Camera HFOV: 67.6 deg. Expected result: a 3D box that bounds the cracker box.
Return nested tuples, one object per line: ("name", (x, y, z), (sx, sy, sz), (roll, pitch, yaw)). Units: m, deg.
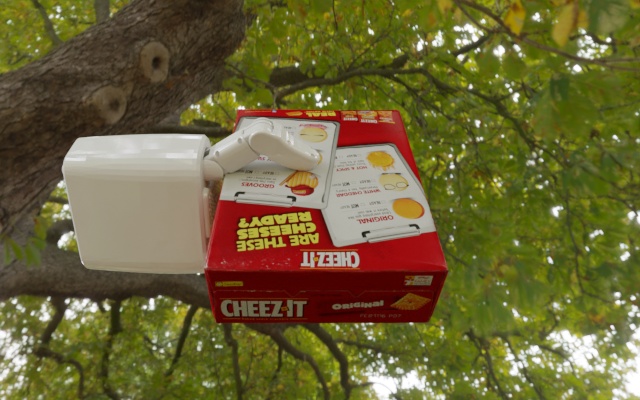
("cracker box", (0.000, 0.001, 0.413), (0.164, 0.072, 0.213), (0, 41, -3))
